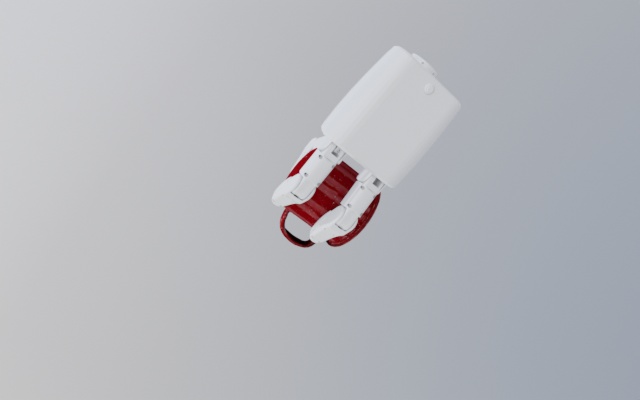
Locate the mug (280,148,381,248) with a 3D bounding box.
[{"bbox_3d":[-0.001,0.003,0.547,0.081,0.117,0.093,37,11,-22],"label":"mug"}]
